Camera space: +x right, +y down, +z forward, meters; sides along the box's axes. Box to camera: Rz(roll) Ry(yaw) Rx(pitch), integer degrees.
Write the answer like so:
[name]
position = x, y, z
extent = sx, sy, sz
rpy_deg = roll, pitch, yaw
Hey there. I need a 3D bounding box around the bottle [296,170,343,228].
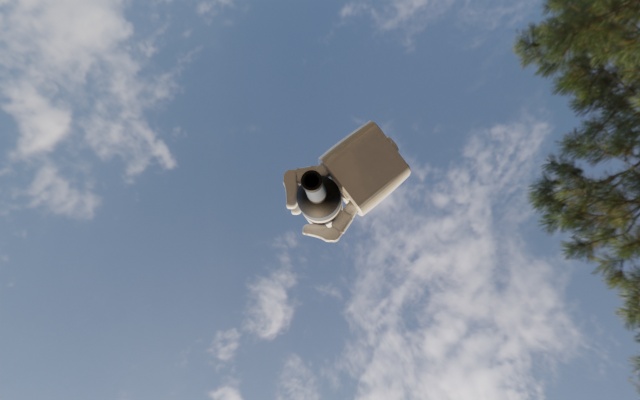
[bottle]
position = 0.000, 0.003, 0.747
extent = 0.069, 0.069, 0.296
rpy_deg = 0, -11, 5
